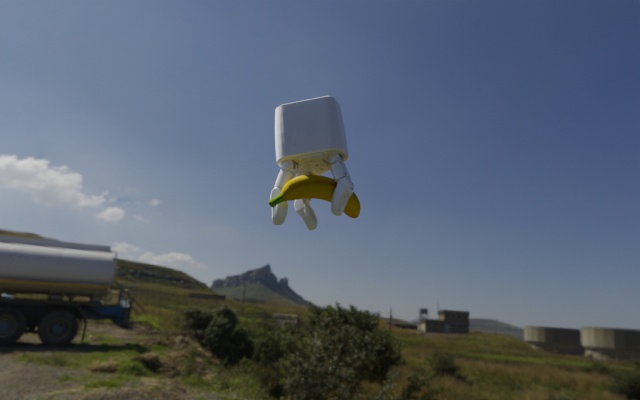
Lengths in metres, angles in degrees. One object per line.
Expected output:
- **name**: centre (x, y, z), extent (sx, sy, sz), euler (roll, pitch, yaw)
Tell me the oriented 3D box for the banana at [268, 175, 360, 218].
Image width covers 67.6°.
- **banana**: centre (0.009, -0.008, 0.782), extent (0.198, 0.037, 0.070), euler (11, -40, -41)
